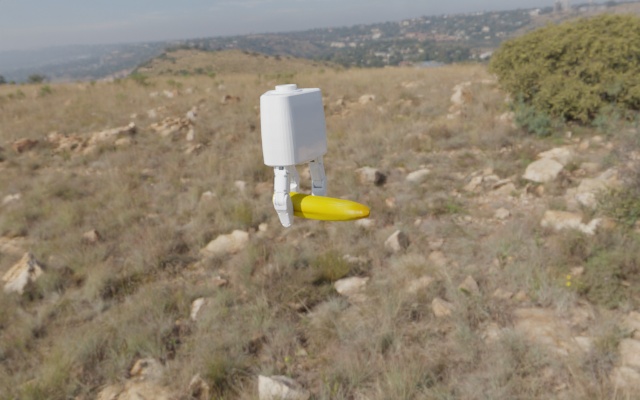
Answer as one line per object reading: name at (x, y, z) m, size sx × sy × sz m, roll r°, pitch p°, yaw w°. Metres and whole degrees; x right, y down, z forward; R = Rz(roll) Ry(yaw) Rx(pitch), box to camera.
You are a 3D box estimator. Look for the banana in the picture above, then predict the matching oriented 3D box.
banana at (-0.015, 0.006, 0.773) m, size 0.198 × 0.037 × 0.069 m, roll 11°, pitch 20°, yaw 42°
